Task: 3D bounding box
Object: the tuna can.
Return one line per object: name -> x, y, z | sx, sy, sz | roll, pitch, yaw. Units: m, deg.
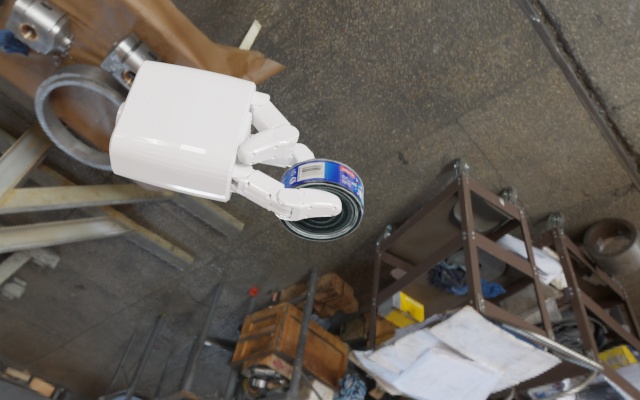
tuna can -> 0.000, 0.002, 0.470 | 0.086, 0.033, 0.086 | 1, -44, 1
